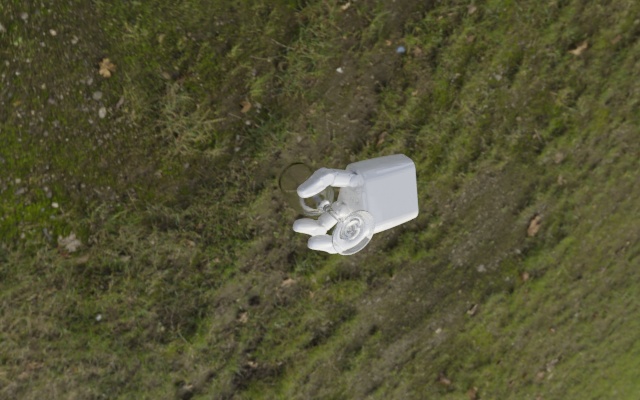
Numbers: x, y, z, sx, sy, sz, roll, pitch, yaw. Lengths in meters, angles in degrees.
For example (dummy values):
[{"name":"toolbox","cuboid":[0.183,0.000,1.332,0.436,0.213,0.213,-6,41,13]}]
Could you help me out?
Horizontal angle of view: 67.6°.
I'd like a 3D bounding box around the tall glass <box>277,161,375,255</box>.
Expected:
[{"name":"tall glass","cuboid":[0.000,0.003,0.762,0.079,0.079,0.201,0,27,-34]}]
